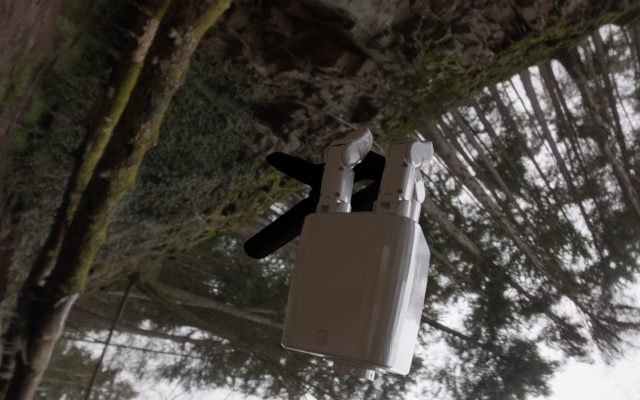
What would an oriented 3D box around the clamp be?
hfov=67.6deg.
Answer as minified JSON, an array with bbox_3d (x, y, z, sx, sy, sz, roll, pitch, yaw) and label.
[{"bbox_3d":[0.001,0.002,0.446,0.171,0.120,0.039,-2,-25,37],"label":"clamp"}]
